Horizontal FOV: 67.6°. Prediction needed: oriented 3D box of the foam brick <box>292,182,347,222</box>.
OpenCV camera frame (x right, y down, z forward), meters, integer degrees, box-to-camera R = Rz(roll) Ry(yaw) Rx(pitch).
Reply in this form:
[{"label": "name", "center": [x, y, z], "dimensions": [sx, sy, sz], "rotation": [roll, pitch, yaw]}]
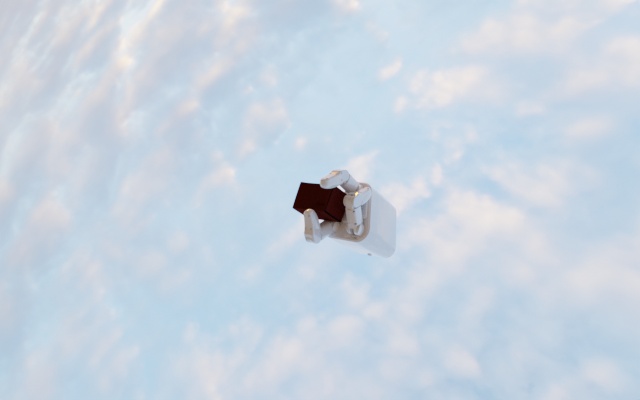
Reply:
[{"label": "foam brick", "center": [0.000, 0.003, 0.836], "dimensions": [0.078, 0.053, 0.051], "rotation": [7, -18, 41]}]
